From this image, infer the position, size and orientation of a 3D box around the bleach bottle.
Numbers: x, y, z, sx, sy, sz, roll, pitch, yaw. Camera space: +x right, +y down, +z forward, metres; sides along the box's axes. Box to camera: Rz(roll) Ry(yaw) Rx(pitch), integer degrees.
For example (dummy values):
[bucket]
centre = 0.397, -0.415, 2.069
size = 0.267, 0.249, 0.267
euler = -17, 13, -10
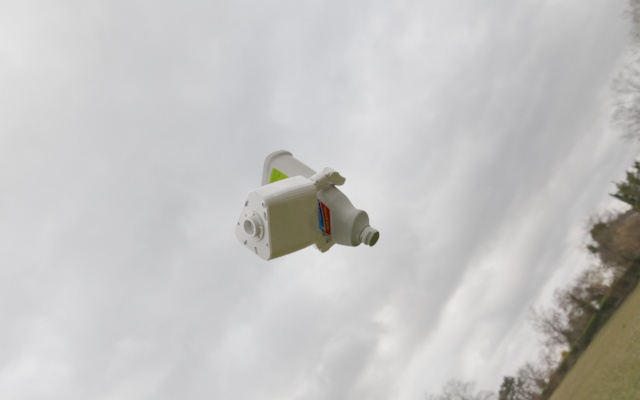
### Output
[bleach bottle]
centre = 0.000, 0.003, 0.846
size = 0.250, 0.103, 0.068
euler = 31, 33, 34
